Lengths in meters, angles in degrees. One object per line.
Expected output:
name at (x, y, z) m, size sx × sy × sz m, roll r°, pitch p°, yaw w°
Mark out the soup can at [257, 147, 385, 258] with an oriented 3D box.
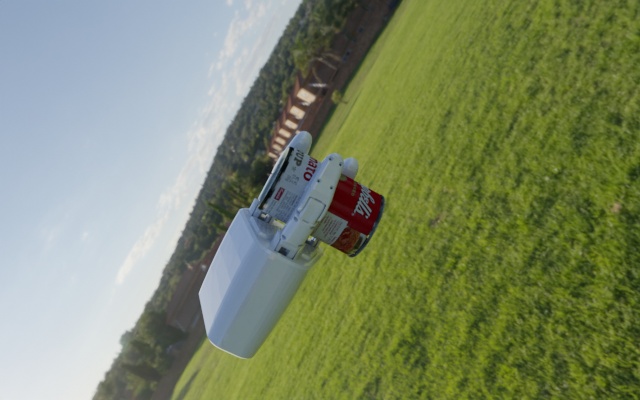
soup can at (0.000, 0.001, 0.453) m, size 0.102 × 0.068 × 0.068 m, roll 28°, pitch -5°, yaw -10°
